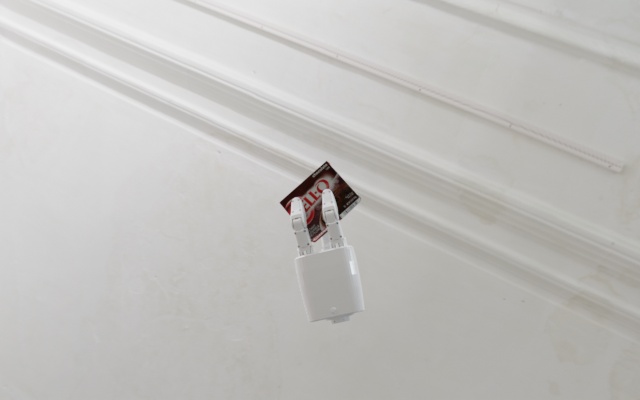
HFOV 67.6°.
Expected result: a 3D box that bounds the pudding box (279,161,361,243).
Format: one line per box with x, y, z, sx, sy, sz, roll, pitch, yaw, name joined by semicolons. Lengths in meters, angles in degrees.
0.000;0.003;0.822;0.113;0.090;0.039;-41;-18;-1;pudding box
